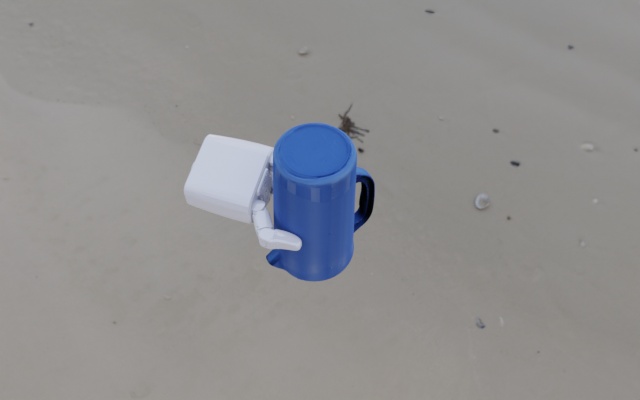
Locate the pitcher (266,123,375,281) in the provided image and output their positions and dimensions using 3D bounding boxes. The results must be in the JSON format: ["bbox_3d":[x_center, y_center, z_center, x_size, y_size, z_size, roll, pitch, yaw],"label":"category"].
[{"bbox_3d":[0.000,0.002,0.700,0.145,0.149,0.243,15,-35,9],"label":"pitcher"}]
